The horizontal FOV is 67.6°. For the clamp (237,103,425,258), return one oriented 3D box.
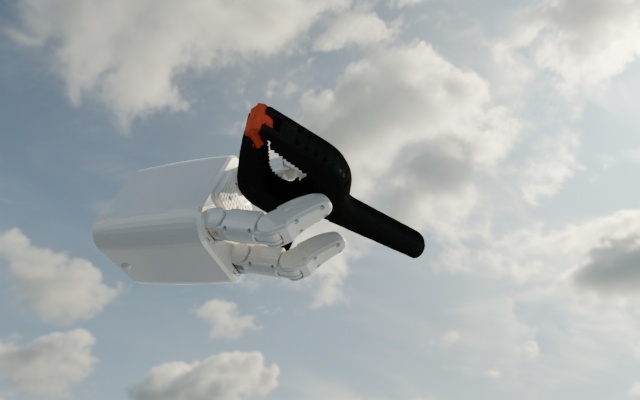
[{"bbox_3d":[0.000,0.000,0.413,0.164,0.036,0.210,-5,-39,14],"label":"clamp"}]
